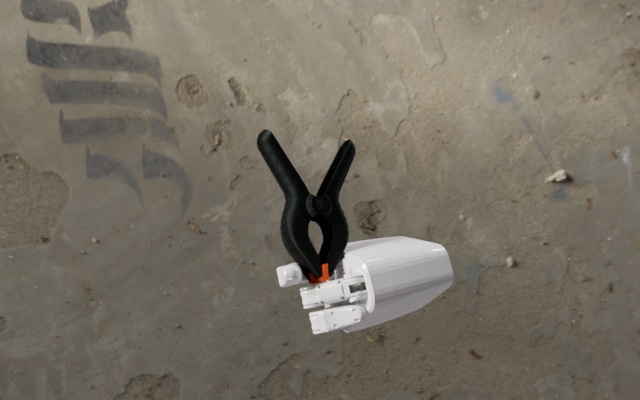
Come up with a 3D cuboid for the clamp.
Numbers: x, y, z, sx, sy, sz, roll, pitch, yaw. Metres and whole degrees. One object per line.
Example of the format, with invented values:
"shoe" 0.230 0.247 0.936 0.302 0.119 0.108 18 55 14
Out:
"clamp" 0.000 0.002 0.526 0.120 0.171 0.039 -8 -7 -25
